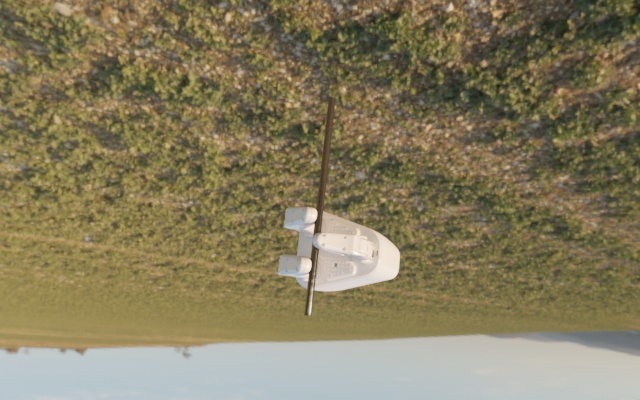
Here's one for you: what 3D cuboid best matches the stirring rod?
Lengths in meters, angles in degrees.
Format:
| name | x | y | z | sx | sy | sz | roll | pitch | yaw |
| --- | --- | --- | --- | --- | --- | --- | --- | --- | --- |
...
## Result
| name | x | y | z | sx | sy | sz | roll | pitch | yaw |
| --- | --- | --- | --- | --- | --- | --- | --- | --- | --- |
| stirring rod | 0.000 | 0.002 | 0.517 | 0.011 | 0.239 | 0.011 | 6 | -11 | 1 |
